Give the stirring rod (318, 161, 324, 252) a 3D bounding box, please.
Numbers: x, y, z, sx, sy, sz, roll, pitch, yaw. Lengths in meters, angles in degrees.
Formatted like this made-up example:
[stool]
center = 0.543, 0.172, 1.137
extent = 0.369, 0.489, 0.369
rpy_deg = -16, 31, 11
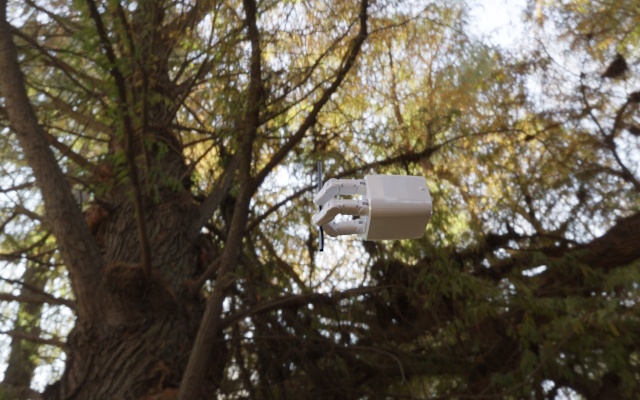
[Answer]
[stirring rod]
center = 0.000, 0.003, 0.868
extent = 0.011, 0.011, 0.239
rpy_deg = 0, 41, -1
